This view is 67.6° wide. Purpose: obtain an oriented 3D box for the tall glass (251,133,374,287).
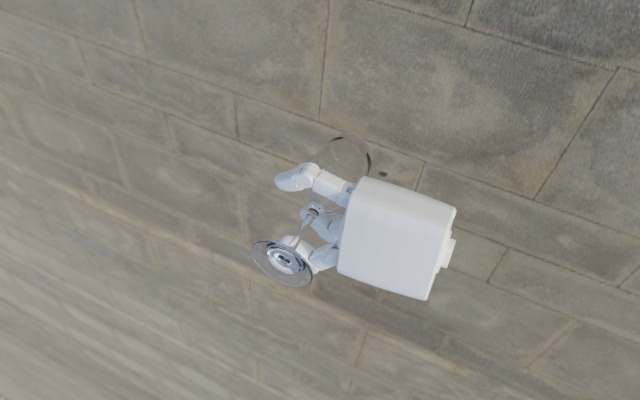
[{"bbox_3d":[0.000,0.002,0.571,0.079,0.079,0.201,0,42,34],"label":"tall glass"}]
